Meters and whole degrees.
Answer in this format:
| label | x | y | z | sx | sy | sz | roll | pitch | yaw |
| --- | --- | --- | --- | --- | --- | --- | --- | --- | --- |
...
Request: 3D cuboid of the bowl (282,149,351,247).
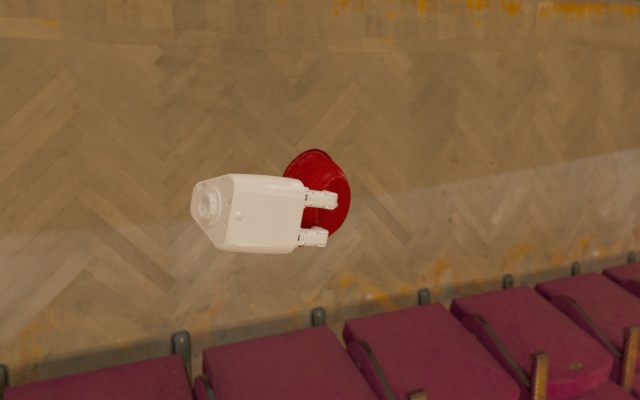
| label | x | y | z | sx | sy | sz | roll | pitch | yaw |
| --- | --- | --- | --- | --- | --- | --- | --- | --- | --- |
| bowl | 0.001 | 0.002 | 0.752 | 0.055 | 0.162 | 0.162 | 16 | 9 | 34 |
